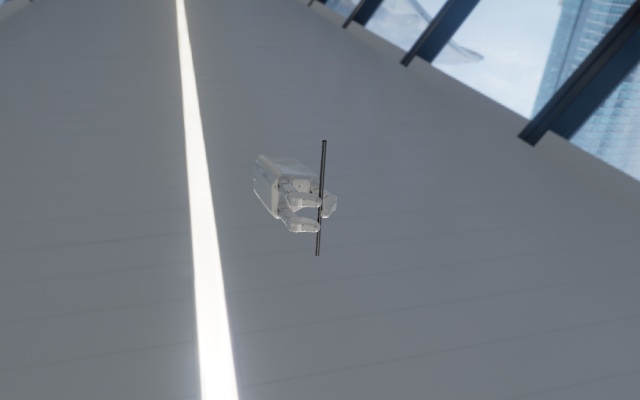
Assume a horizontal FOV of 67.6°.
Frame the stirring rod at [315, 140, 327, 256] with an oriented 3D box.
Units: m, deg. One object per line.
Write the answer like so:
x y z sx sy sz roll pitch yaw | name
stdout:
0.000 0.003 0.868 0.011 0.240 0.011 3 31 -2 | stirring rod
